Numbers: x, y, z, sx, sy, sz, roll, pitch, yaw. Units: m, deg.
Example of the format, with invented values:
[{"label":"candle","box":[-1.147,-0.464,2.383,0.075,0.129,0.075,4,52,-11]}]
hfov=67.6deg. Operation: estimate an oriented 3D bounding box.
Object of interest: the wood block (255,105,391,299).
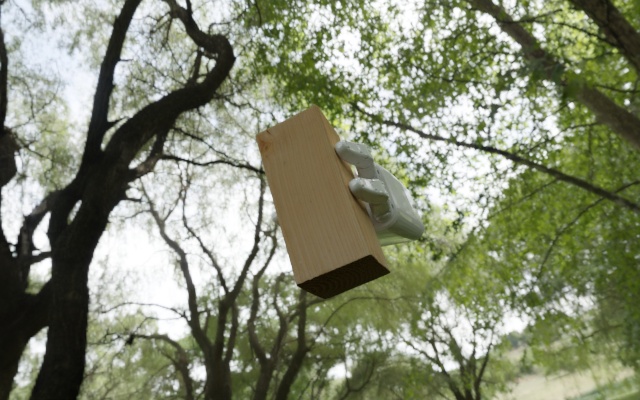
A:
[{"label":"wood block","box":[0.000,0.002,0.583,0.091,0.206,0.090,-25,-28,12]}]
